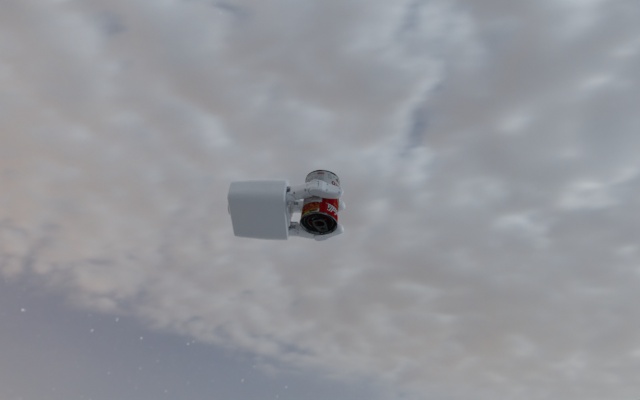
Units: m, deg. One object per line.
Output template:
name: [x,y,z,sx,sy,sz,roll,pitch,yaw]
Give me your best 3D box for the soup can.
soup can: [0.001,0.003,0.876,0.068,0.102,0.069,3,-38,3]
